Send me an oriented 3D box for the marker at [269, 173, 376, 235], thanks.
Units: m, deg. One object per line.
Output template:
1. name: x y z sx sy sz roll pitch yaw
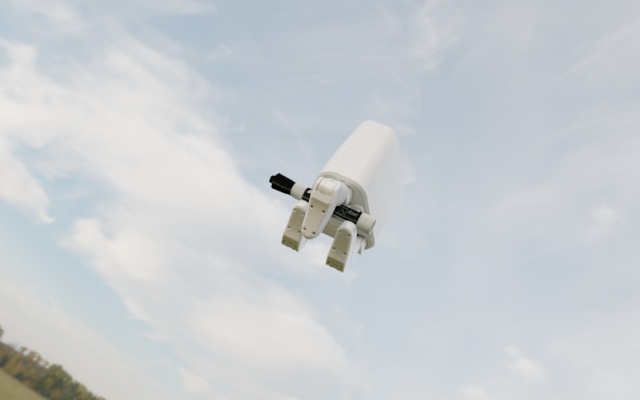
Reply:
1. marker: 0.000 0.002 0.498 0.121 0.020 0.020 25 6 13
